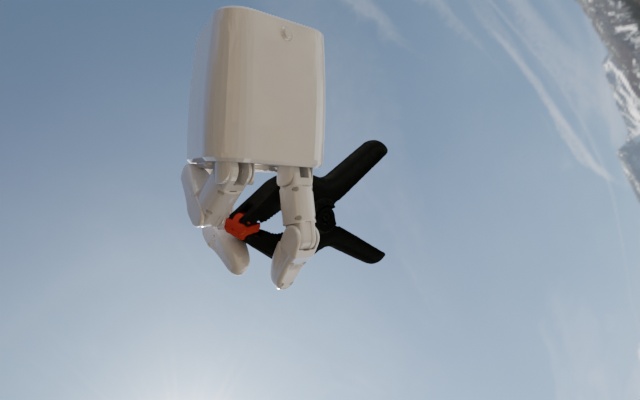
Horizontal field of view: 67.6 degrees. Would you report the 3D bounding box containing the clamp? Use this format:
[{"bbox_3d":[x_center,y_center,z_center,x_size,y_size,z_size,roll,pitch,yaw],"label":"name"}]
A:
[{"bbox_3d":[0.000,0.001,0.422,0.171,0.120,0.039,1,2,-41],"label":"clamp"}]
